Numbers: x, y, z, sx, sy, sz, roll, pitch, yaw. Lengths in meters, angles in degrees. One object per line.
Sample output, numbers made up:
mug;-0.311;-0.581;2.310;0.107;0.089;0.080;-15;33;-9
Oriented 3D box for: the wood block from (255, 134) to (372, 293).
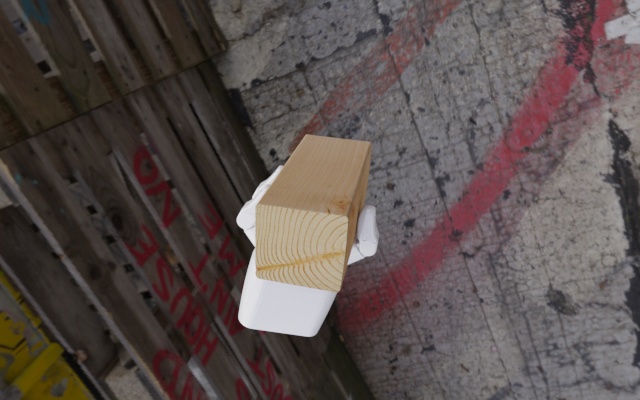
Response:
wood block;0.000;0.002;0.549;0.091;0.090;0.206;9;28;8
